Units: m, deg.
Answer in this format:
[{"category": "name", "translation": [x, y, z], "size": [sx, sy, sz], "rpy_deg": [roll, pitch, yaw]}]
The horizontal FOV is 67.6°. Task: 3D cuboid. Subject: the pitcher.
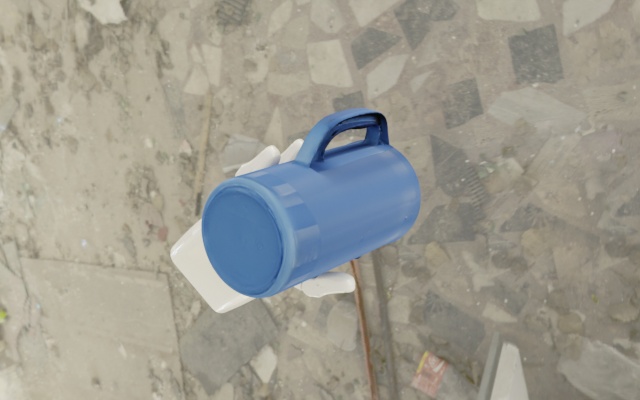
[{"category": "pitcher", "translation": [0.000, 0.002, 0.497], "size": [0.145, 0.149, 0.243], "rpy_deg": [-32, -8, 35]}]
